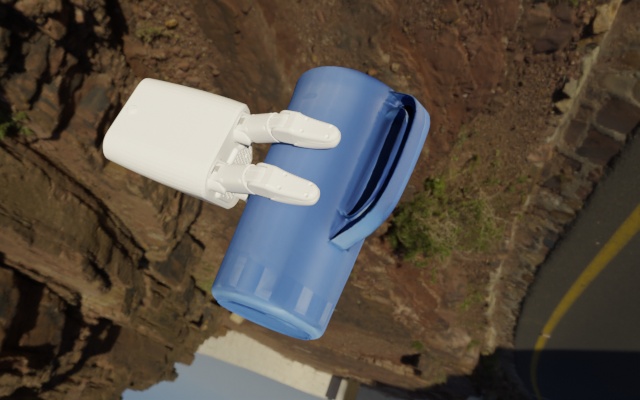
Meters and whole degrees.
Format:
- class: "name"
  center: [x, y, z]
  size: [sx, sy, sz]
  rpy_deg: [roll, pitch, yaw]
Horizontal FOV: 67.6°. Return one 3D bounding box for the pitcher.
- class: "pitcher"
  center: [0.000, 0.001, 0.456]
  size: [0.145, 0.242, 0.149]
  rpy_deg: [20, -22, 8]
